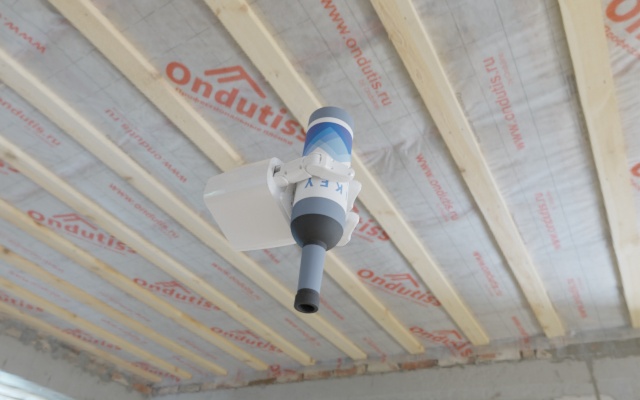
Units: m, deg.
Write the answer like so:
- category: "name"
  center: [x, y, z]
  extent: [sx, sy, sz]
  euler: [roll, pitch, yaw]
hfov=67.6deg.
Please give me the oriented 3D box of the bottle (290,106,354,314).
- category: "bottle"
  center: [0.000, 0.002, 0.603]
  extent: [0.069, 0.295, 0.069]
  euler: [5, -39, 4]
